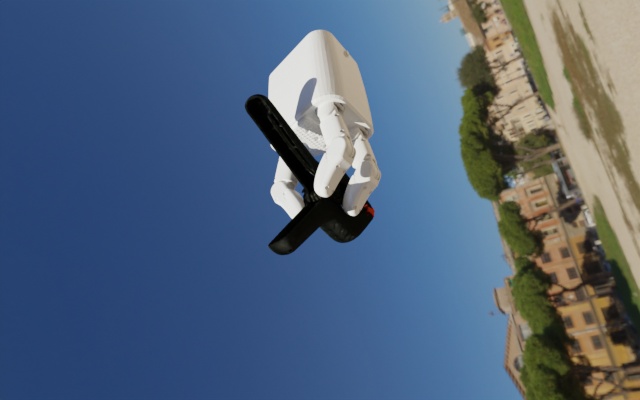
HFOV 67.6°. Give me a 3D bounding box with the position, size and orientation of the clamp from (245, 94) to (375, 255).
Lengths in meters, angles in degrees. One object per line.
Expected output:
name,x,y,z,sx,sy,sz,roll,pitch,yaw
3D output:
clamp,0.000,0.002,0.502,0.036,0.164,0.210,-24,-34,26
